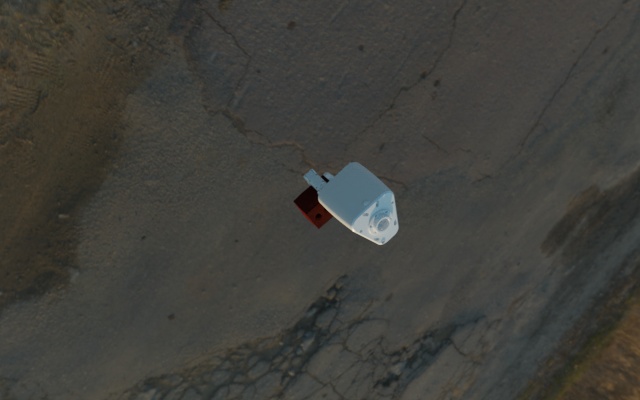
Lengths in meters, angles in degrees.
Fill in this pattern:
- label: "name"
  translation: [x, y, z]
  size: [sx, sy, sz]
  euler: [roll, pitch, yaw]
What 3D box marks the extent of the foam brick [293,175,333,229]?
- label: "foam brick"
  translation: [0.000, 0.003, 0.889]
  size: [0.051, 0.078, 0.053]
  euler: [44, -5, 45]
